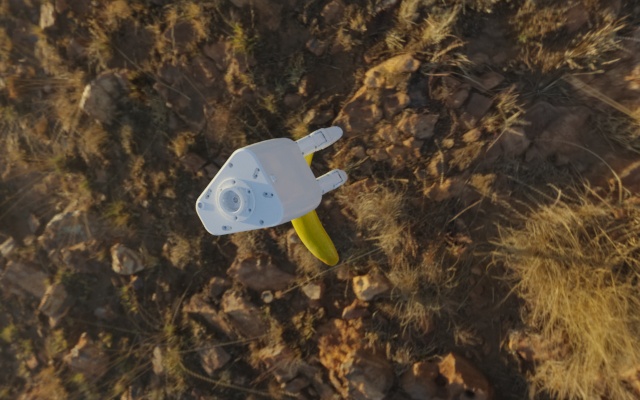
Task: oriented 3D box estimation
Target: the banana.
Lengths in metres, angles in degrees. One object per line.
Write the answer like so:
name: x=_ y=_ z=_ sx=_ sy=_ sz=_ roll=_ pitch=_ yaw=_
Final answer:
banana: x=-0.018 y=0.000 z=0.684 sx=0.069 sy=0.198 sz=0.037 roll=-3 pitch=9 yaw=20
